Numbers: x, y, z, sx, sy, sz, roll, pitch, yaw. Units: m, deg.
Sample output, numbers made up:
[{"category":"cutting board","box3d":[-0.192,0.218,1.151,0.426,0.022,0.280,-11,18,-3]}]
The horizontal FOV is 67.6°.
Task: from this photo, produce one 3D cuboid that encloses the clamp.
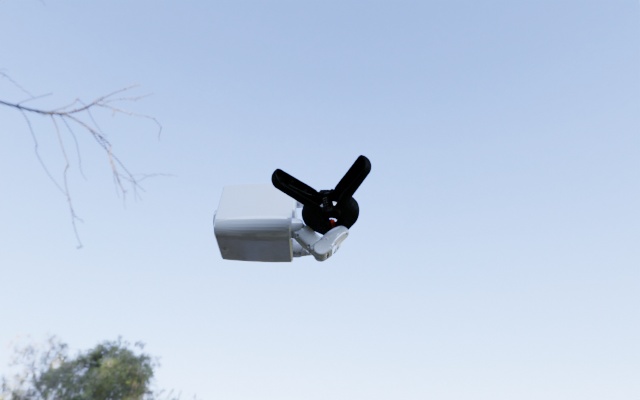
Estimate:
[{"category":"clamp","box3d":[0.000,0.002,0.627,0.120,0.039,0.172,1,-35,0]}]
